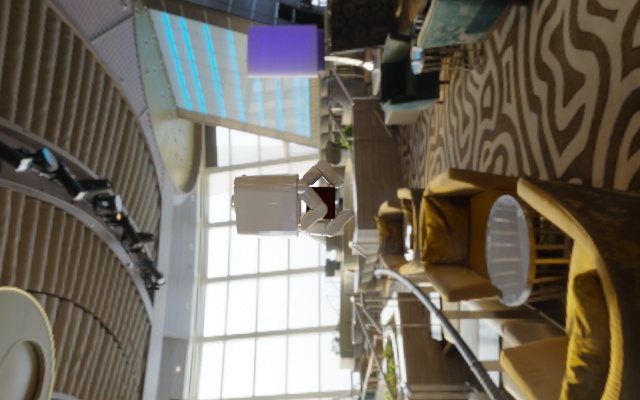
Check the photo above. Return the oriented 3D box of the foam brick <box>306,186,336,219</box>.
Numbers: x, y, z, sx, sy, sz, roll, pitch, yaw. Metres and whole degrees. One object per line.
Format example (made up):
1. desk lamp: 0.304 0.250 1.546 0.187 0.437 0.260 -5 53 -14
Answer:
1. foam brick: 0.000 0.003 0.848 0.051 0.053 0.078 0 5 0
